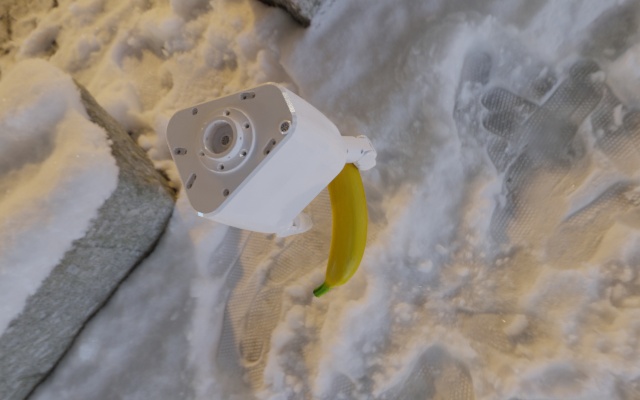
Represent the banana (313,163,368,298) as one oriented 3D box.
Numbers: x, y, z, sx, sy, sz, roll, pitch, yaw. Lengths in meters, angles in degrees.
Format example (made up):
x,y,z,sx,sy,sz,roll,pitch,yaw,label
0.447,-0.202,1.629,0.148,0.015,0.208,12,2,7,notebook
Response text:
x,y,z,sx,sy,sz,roll,pitch,yaw,label
0.017,0.004,0.507,0.069,0.198,0.037,-4,-7,26,banana
